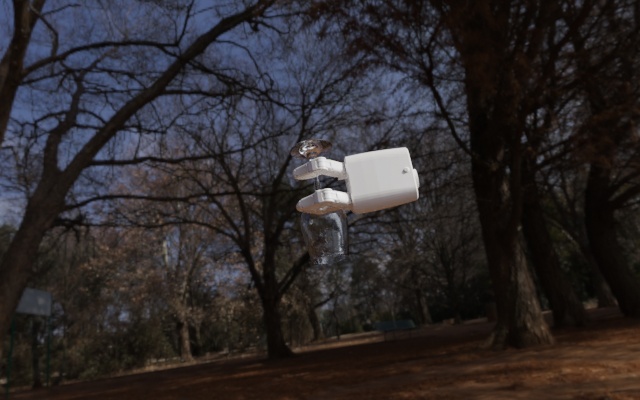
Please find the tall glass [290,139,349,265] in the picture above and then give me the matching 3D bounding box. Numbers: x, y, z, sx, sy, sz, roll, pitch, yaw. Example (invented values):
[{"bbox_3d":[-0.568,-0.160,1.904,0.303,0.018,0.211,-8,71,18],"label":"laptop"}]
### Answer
[{"bbox_3d":[0.000,0.002,0.798,0.079,0.201,0.079,-9,-19,-3],"label":"tall glass"}]
